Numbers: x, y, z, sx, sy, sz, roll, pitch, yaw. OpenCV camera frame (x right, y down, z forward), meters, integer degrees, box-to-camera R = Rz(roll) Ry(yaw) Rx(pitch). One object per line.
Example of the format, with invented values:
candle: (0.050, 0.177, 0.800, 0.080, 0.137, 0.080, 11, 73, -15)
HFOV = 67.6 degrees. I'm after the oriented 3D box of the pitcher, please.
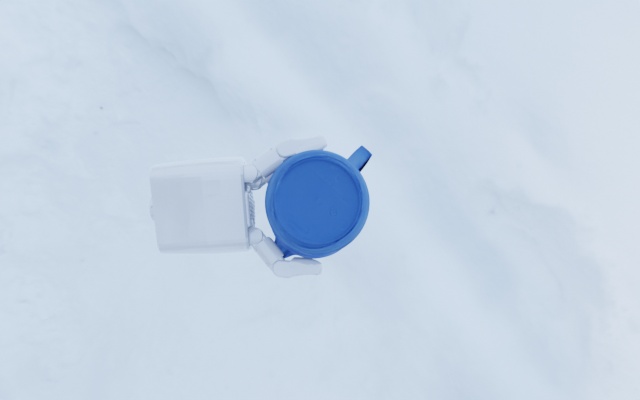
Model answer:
pitcher: (0.000, 0.002, 0.598, 0.145, 0.149, 0.243, -2, -5, -2)
